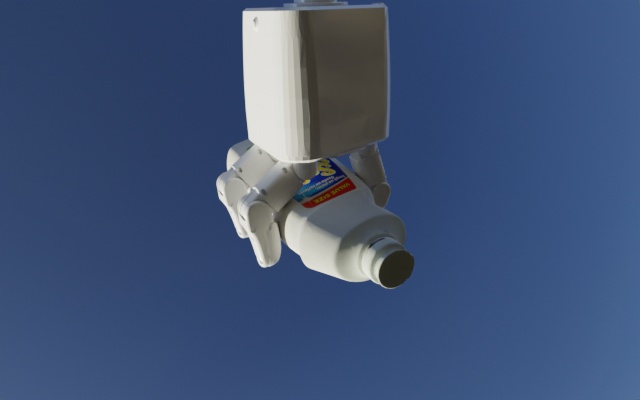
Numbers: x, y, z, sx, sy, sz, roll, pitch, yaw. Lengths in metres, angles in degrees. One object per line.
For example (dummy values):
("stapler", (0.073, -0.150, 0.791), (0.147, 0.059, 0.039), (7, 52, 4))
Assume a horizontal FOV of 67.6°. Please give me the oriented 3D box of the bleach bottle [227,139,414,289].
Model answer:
("bleach bottle", (0.000, 0.001, 0.414), (0.102, 0.068, 0.250), (-13, 25, -24))
